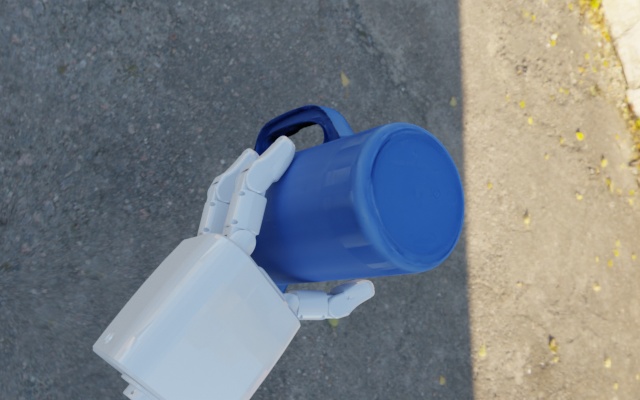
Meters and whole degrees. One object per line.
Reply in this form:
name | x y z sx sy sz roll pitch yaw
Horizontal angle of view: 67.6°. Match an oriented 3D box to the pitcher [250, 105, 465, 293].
pitcher | 0.000 0.002 0.428 0.243 0.149 0.145 -14 30 54
